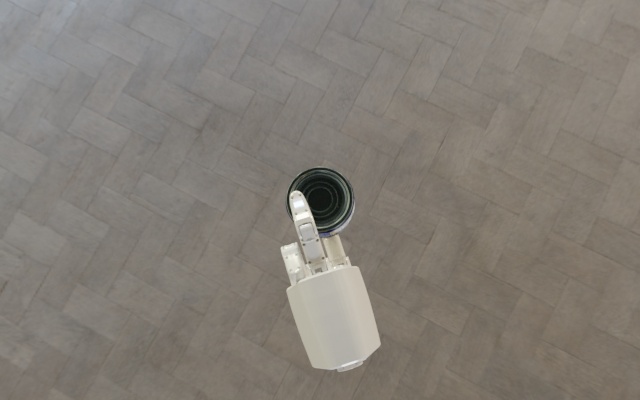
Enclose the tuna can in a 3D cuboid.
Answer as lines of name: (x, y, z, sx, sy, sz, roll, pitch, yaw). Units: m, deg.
tuna can: (0.000, 0.002, 0.592, 0.086, 0.086, 0.034, 0, -14, 5)
